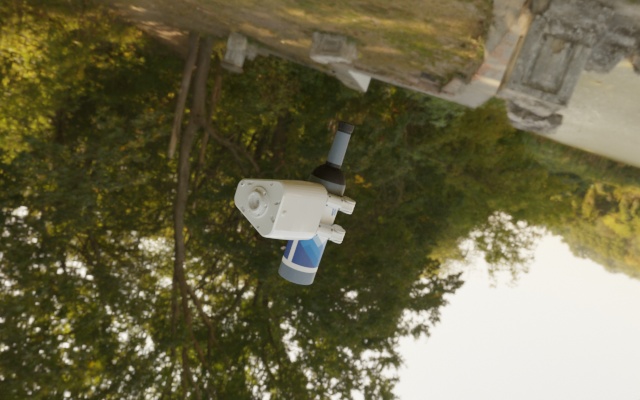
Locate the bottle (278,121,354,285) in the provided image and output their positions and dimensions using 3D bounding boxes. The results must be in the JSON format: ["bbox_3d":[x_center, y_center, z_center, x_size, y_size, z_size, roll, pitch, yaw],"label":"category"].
[{"bbox_3d":[0.000,0.003,0.854,0.069,0.296,0.069,18,9,-3],"label":"bottle"}]
